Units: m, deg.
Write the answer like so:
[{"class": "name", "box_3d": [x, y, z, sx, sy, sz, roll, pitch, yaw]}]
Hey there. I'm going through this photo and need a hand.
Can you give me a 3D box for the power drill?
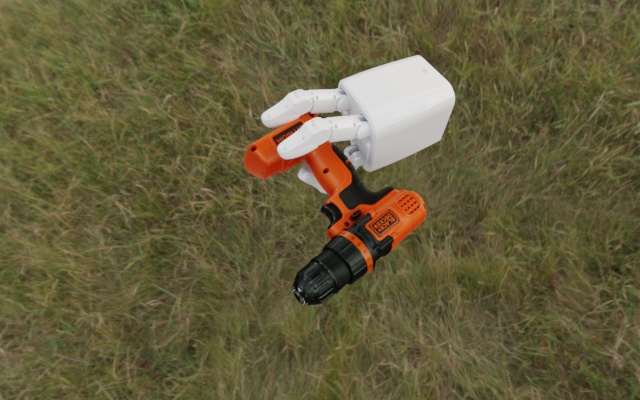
[{"class": "power drill", "box_3d": [0.000, 0.001, 0.532, 0.184, 0.187, 0.057, -34, -15, -28]}]
